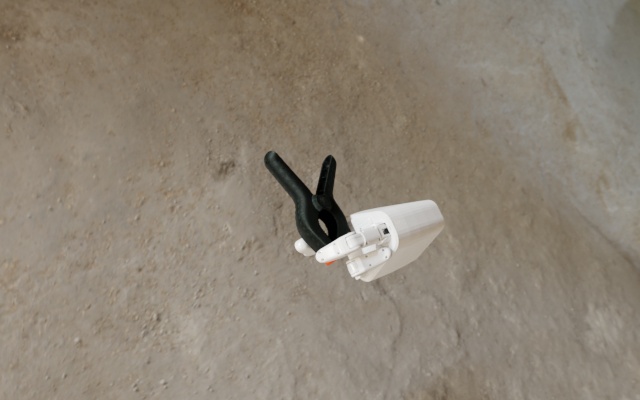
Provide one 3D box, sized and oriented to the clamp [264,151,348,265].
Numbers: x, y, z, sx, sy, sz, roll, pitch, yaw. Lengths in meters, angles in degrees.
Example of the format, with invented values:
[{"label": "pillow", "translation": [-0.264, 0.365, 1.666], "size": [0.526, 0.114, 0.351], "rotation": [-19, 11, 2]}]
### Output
[{"label": "clamp", "translation": [0.000, 0.002, 0.661], "size": [0.120, 0.171, 0.039], "rotation": [-14, -16, -37]}]
